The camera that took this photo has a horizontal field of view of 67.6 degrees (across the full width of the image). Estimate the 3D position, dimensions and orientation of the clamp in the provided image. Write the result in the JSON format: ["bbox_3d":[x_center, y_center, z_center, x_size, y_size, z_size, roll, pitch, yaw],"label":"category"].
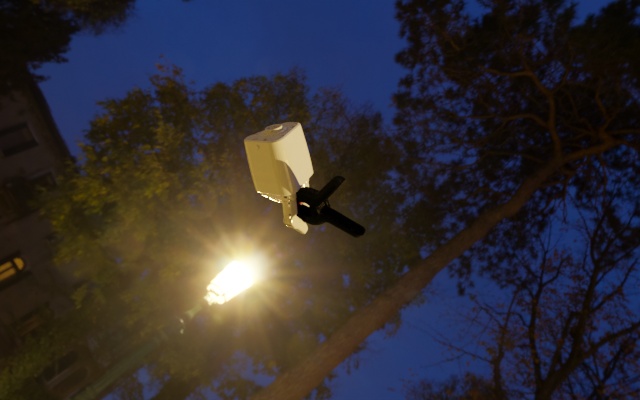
[{"bbox_3d":[0.000,0.003,0.870,0.171,0.120,0.039,9,32,39],"label":"clamp"}]
